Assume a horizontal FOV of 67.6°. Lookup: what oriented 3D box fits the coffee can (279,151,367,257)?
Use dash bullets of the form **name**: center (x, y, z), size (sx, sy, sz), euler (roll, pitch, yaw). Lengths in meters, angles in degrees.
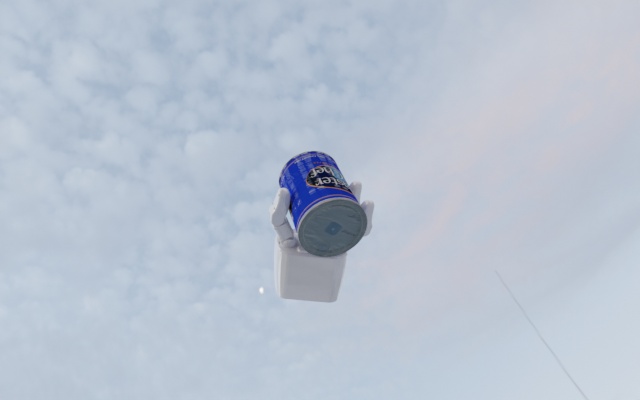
- **coffee can**: center (0.000, 0.002, 0.728), size (0.103, 0.103, 0.140), euler (0, 34, -18)
